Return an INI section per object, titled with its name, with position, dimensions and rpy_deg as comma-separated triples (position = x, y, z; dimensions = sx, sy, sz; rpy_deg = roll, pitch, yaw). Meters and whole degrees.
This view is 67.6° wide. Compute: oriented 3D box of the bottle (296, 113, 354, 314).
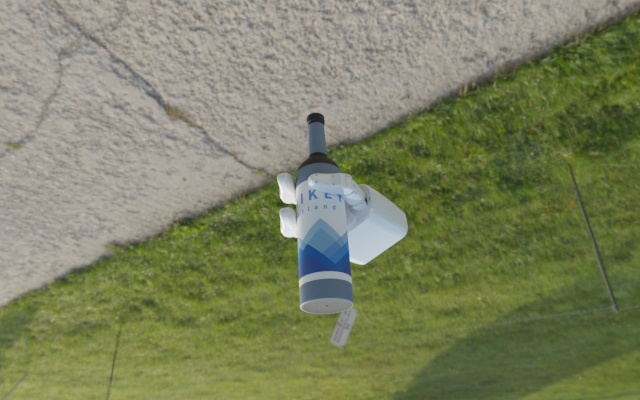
[bottle]
position = 0.000, 0.002, 0.658
dimensions = 0.069, 0.295, 0.069
rpy_deg = -3, -29, -1
